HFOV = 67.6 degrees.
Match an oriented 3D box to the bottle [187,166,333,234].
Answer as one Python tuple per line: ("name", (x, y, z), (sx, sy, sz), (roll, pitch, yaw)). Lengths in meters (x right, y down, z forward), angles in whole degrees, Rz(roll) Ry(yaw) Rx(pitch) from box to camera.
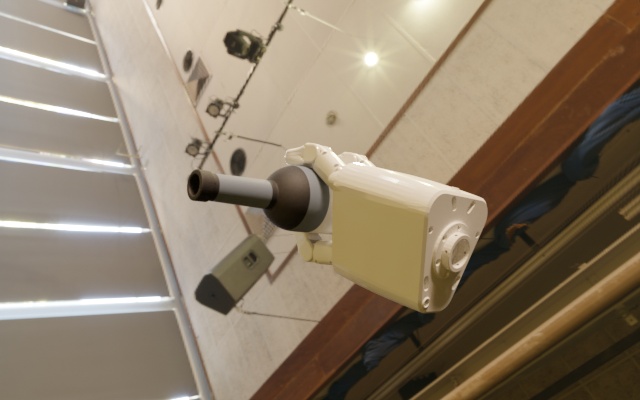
("bottle", (0.000, 0.002, 0.505), (0.296, 0.069, 0.069), (8, -5, -42))
